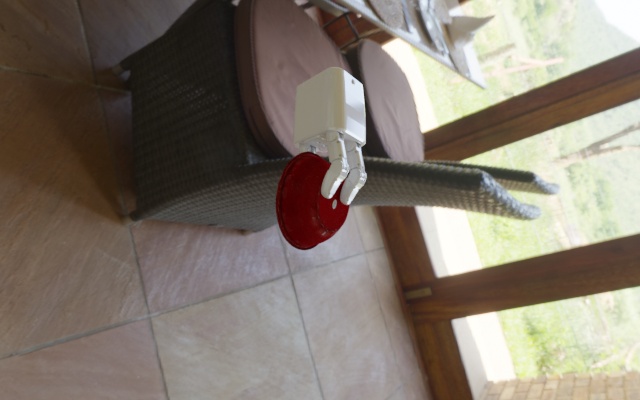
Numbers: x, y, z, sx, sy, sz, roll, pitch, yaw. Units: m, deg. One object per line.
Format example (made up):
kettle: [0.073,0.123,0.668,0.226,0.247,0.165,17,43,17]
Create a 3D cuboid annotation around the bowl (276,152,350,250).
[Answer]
bowl: [0.000,0.004,0.767,0.055,0.162,0.162,4,2,35]
